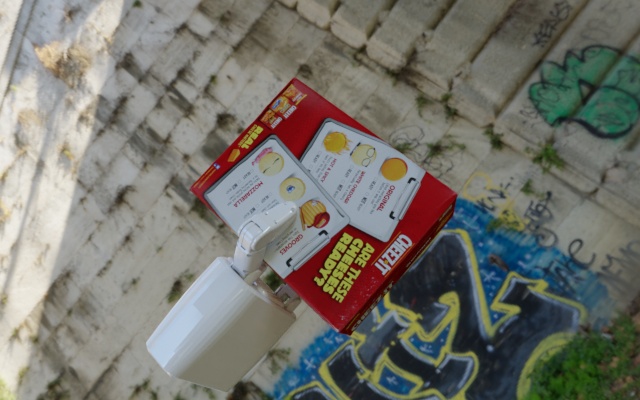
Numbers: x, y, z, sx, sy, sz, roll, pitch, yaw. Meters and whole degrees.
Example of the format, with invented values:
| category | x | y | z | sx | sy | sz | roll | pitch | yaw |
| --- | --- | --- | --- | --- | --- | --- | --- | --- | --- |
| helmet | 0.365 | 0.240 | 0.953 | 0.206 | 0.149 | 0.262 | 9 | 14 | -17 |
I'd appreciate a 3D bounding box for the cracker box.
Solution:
| category | x | y | z | sx | sy | sz | roll | pitch | yaw |
| --- | --- | --- | --- | --- | --- | --- | --- | --- | --- |
| cracker box | 0.000 | 0.001 | 0.482 | 0.213 | 0.164 | 0.072 | 40 | -6 | 22 |
